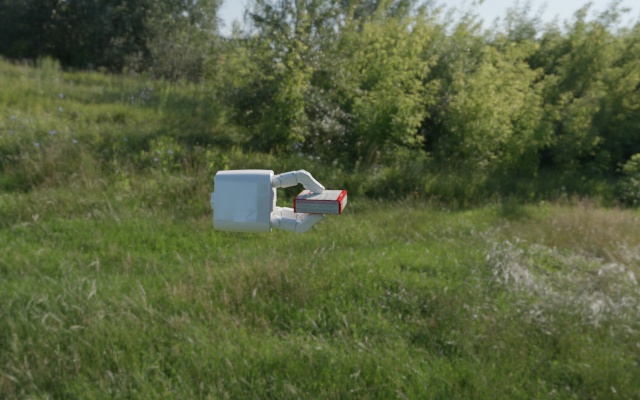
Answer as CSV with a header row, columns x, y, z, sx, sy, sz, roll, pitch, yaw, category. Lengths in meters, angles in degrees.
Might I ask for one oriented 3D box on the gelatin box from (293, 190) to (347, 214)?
x,y,z,sx,sy,sz,roll,pitch,yaw,category
0.000,0.002,0.894,0.089,0.030,0.073,1,15,12,gelatin box
